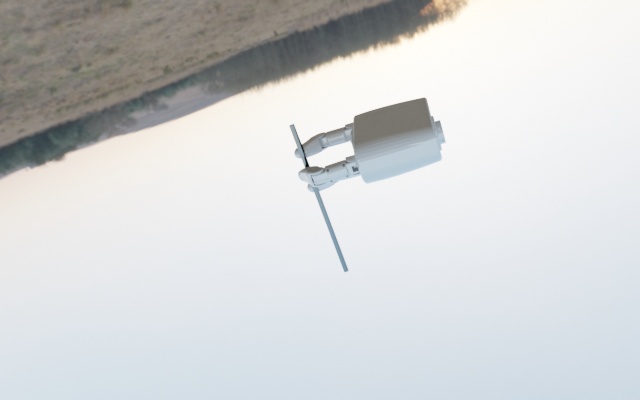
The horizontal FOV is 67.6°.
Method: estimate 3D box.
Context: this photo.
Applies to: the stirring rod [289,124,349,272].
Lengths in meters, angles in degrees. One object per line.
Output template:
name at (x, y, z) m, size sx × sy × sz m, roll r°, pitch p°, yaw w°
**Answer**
stirring rod at (0.000, 0.002, 0.696) m, size 0.011 × 0.240 × 0.011 m, roll -18°, pitch 20°, yaw 7°
